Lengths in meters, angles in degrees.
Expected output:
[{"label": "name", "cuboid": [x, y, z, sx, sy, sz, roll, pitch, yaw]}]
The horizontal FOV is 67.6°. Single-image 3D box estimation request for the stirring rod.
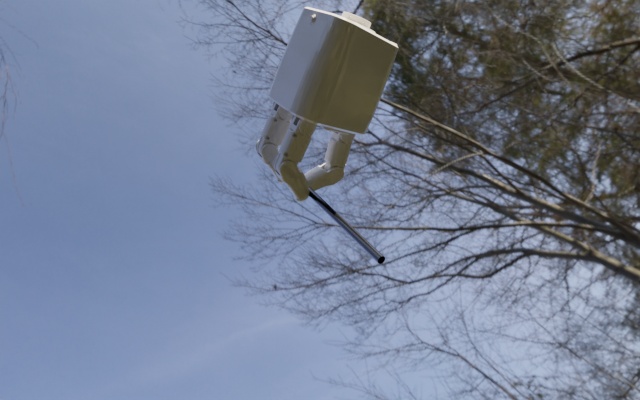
[{"label": "stirring rod", "cuboid": [0.000, 0.002, 0.518, 0.011, 0.011, 0.239, 0, 25, -30]}]
